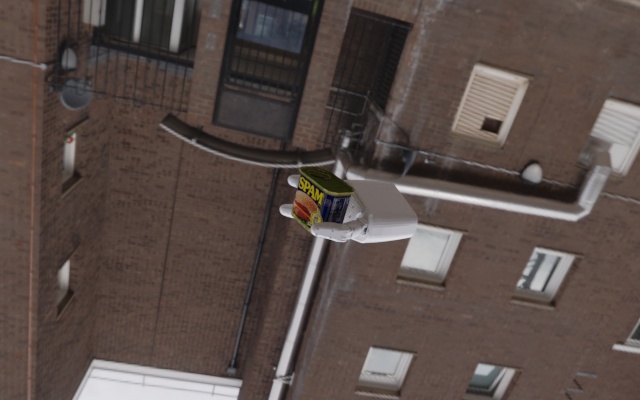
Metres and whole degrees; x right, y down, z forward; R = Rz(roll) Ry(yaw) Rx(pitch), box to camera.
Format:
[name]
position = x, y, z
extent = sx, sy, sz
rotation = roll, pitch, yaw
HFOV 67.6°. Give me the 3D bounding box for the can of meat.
[can of meat]
position = 0.000, 0.003, 0.771
extent = 0.057, 0.084, 0.102
rotation = -3, 29, -36
